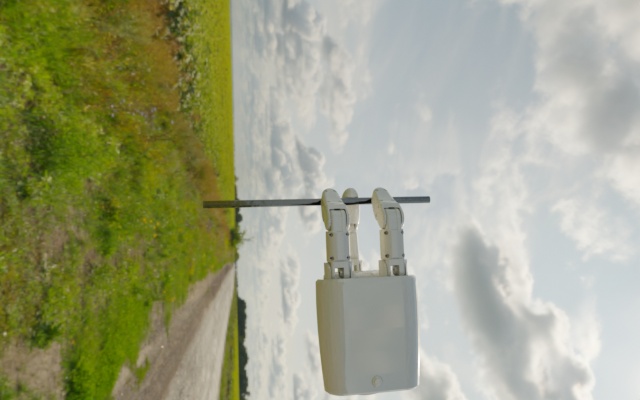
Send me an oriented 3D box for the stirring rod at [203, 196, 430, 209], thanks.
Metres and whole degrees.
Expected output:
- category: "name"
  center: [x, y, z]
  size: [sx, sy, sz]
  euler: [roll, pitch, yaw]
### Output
- category: "stirring rod"
  center: [0.000, 0.002, 0.502]
  size: [0.239, 0.011, 0.011]
  euler: [-1, 0, -10]
